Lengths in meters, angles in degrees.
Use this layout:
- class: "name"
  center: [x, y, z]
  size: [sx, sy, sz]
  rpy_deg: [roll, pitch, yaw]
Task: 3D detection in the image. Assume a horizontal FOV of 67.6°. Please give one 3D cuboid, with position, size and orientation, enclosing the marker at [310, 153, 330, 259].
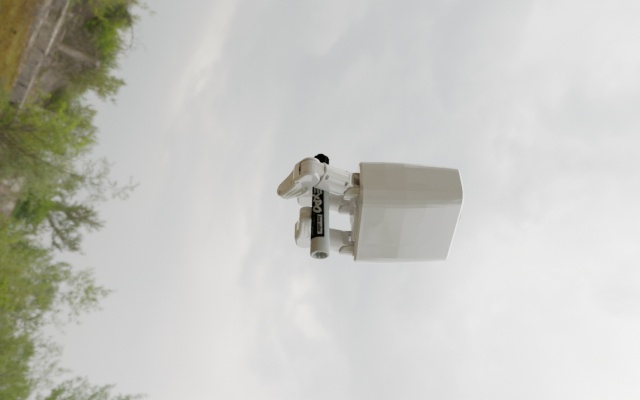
- class: "marker"
  center: [0.000, 0.002, 0.485]
  size: [0.020, 0.121, 0.020]
  rpy_deg: [1, -34, 0]
